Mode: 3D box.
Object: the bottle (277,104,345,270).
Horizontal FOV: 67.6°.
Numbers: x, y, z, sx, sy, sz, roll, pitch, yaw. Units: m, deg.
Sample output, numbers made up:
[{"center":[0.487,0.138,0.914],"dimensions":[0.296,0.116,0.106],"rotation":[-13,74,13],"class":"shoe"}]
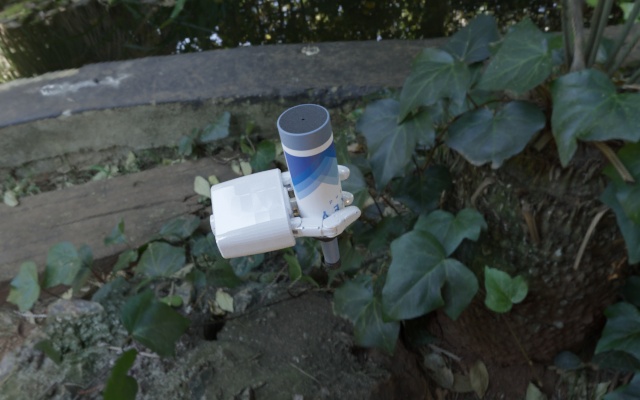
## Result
[{"center":[0.000,0.002,0.697],"dimensions":[0.069,0.296,0.069],"rotation":[-6,44,6],"class":"bottle"}]
